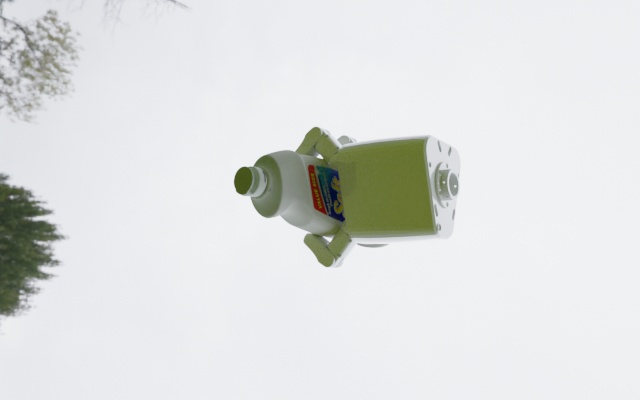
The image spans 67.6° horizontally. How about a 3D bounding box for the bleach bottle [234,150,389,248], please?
[{"bbox_3d":[0.000,0.002,0.569,0.068,0.102,0.251,-3,-8,38],"label":"bleach bottle"}]
